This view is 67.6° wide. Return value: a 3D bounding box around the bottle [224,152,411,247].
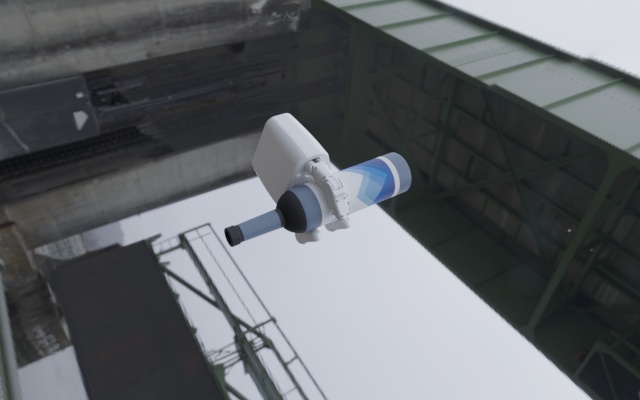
[{"bbox_3d":[0.000,0.002,0.701,0.295,0.069,0.069,-21,9,-26],"label":"bottle"}]
